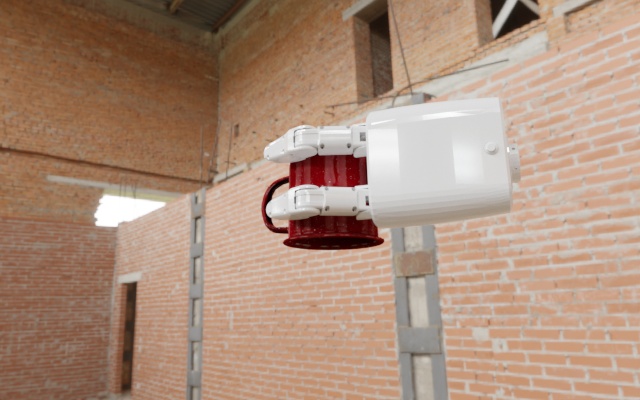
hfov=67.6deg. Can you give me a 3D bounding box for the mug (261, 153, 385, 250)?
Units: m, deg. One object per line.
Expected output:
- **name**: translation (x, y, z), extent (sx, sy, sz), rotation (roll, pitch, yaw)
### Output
- **mug**: translation (-0.001, 0.001, 0.450), extent (0.117, 0.081, 0.093), rotation (-5, -14, 18)
